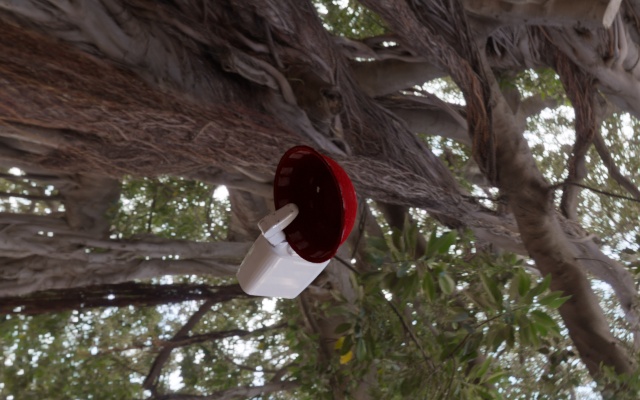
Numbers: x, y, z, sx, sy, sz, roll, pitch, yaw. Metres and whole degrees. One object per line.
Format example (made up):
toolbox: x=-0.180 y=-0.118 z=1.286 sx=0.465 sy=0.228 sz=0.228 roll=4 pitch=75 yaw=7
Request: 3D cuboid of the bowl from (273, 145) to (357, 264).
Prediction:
bowl: x=0.001 y=0.001 z=0.656 sx=0.055 sy=0.162 sz=0.162 roll=-12 pitch=7 yaw=-36
